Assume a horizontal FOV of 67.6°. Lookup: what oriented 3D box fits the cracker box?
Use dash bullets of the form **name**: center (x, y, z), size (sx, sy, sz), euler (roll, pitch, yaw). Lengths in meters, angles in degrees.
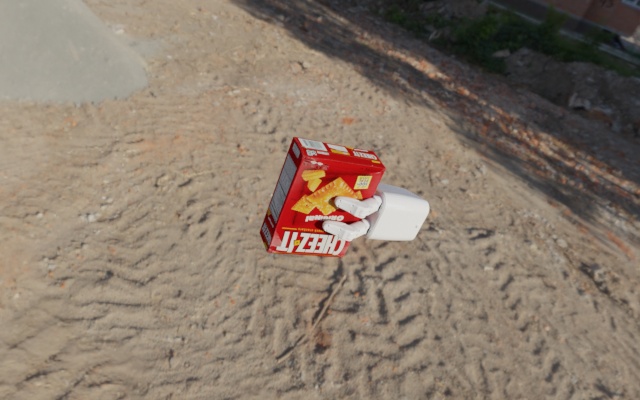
- **cracker box**: center (0.000, 0.003, 0.872), size (0.164, 0.214, 0.072), euler (7, 32, -26)
